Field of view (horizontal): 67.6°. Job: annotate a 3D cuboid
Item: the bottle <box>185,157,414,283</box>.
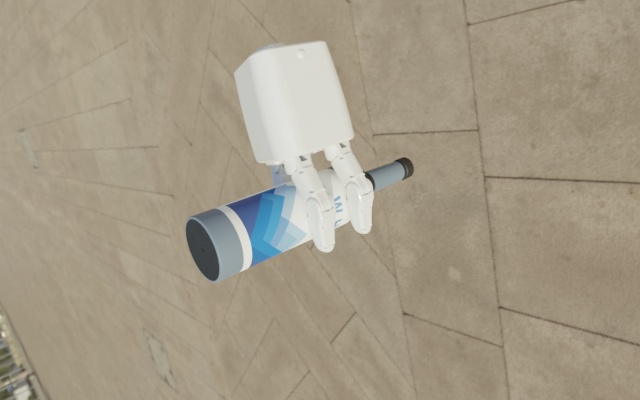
[{"bbox_3d":[0.000,0.002,0.531,0.295,0.069,0.069,-22,13,-36],"label":"bottle"}]
